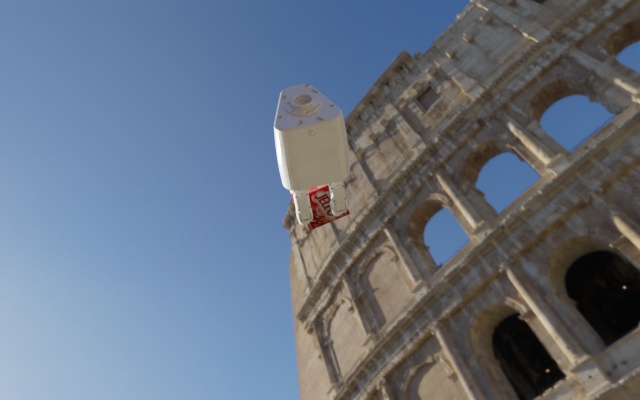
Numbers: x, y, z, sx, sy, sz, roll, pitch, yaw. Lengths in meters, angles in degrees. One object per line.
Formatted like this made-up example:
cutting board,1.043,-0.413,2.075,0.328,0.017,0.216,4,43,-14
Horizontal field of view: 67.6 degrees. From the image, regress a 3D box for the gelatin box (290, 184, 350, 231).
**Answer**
gelatin box,0.000,0.002,0.770,0.073,0.030,0.089,-23,-41,3
